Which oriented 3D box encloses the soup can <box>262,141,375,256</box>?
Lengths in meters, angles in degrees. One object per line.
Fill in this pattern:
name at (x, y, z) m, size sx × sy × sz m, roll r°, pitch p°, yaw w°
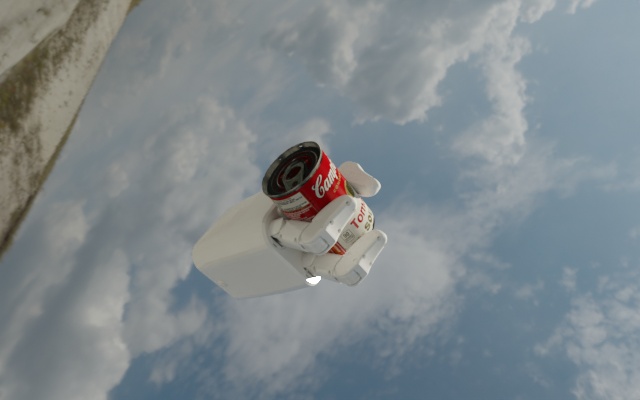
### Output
soup can at (0.001, 0.001, 0.469) m, size 0.068 × 0.068 × 0.102 m, roll 0°, pitch -39°, yaw 45°
